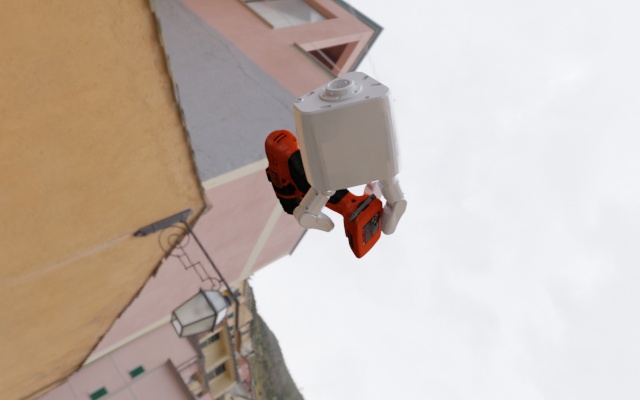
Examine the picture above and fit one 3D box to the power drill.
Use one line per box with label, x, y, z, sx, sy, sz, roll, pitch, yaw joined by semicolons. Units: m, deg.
power drill;0.000;0.002;0.688;0.187;0.057;0.185;35;-22;24
